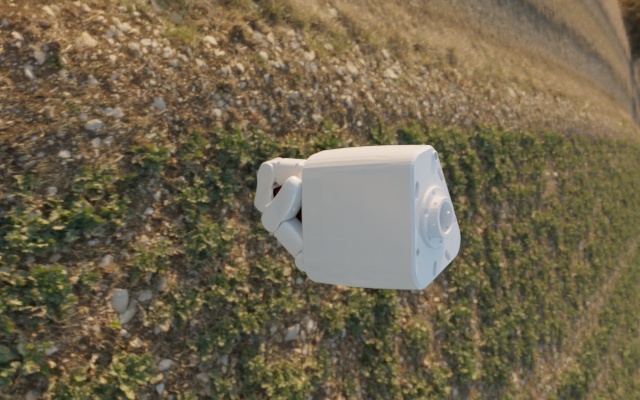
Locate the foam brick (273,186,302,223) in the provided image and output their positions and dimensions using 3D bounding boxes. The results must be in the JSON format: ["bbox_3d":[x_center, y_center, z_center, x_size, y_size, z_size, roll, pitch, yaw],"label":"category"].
[{"bbox_3d":[0.000,0.001,0.477,0.051,0.053,0.078,-1,18,38],"label":"foam brick"}]
